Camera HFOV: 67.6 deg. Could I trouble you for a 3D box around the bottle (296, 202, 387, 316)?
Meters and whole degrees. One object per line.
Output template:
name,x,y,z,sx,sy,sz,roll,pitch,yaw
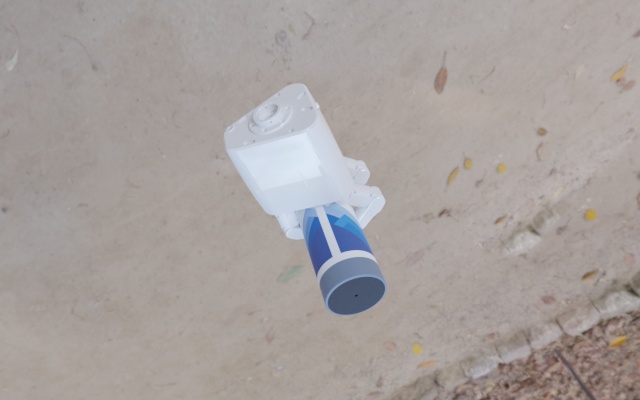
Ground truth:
bottle,0.000,0.002,0.594,0.069,0.069,0.295,0,41,-19
